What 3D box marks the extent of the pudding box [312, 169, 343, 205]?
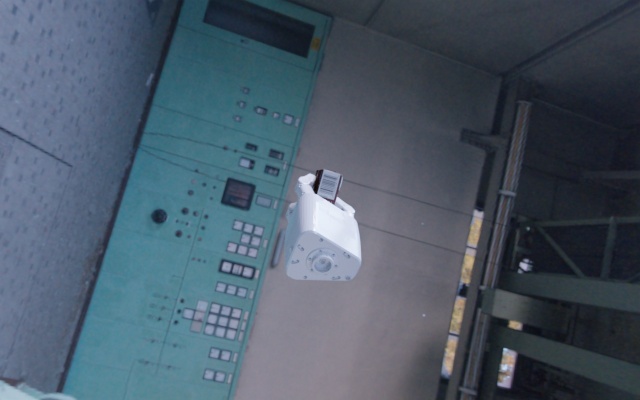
[{"bbox_3d":[0.000,0.003,0.839,0.039,0.113,0.090,17,0,-9],"label":"pudding box"}]
